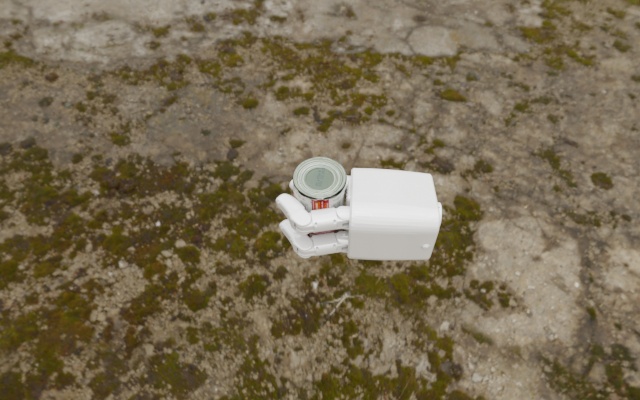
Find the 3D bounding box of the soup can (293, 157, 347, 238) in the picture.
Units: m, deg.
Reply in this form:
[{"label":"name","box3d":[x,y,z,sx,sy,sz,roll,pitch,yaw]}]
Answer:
[{"label":"soup can","box3d":[0.000,0.002,0.616,0.068,0.068,0.102,0,-37,1]}]
